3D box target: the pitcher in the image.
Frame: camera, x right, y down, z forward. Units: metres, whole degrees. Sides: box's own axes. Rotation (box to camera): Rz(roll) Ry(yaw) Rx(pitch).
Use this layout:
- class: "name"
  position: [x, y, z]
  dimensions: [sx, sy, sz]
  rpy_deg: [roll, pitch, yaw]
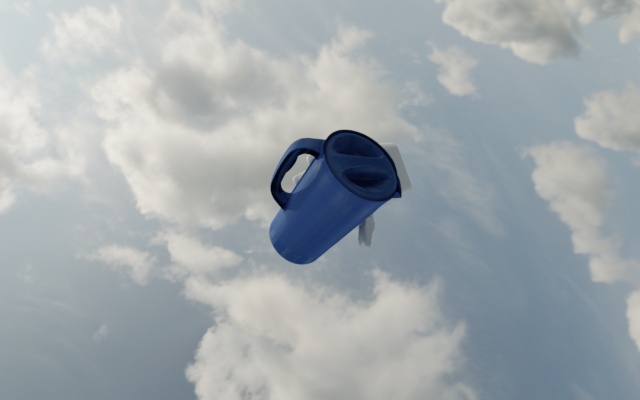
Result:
- class: "pitcher"
  position: [0.000, 0.003, 0.784]
  dimensions: [0.145, 0.149, 0.243]
  rpy_deg: [-20, -20, -42]
